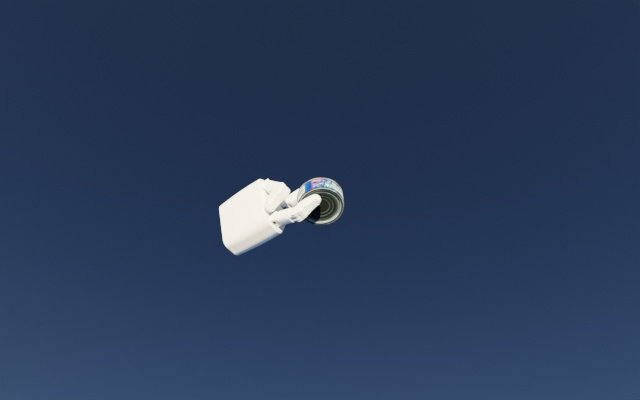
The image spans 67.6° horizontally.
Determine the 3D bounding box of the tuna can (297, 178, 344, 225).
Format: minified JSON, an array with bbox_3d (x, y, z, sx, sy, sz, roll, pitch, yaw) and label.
[{"bbox_3d":[0.000,0.003,0.872,0.086,0.086,0.033,0,34,-5],"label":"tuna can"}]
